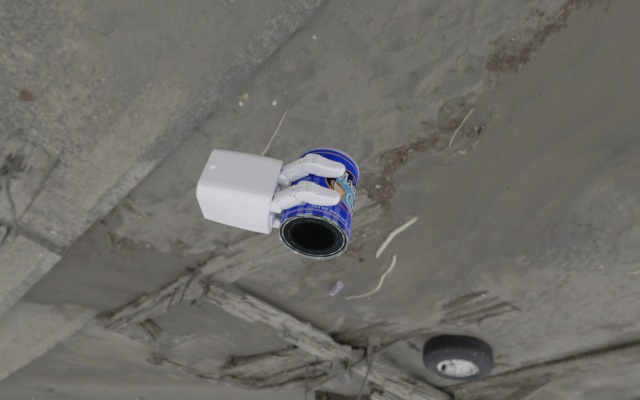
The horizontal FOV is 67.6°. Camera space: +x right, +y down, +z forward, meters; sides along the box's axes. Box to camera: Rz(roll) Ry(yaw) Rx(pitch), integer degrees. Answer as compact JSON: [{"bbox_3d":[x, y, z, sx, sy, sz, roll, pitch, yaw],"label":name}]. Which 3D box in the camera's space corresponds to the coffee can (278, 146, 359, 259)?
[{"bbox_3d":[0.000,0.002,0.721,0.103,0.140,0.103,7,-41,6],"label":"coffee can"}]
